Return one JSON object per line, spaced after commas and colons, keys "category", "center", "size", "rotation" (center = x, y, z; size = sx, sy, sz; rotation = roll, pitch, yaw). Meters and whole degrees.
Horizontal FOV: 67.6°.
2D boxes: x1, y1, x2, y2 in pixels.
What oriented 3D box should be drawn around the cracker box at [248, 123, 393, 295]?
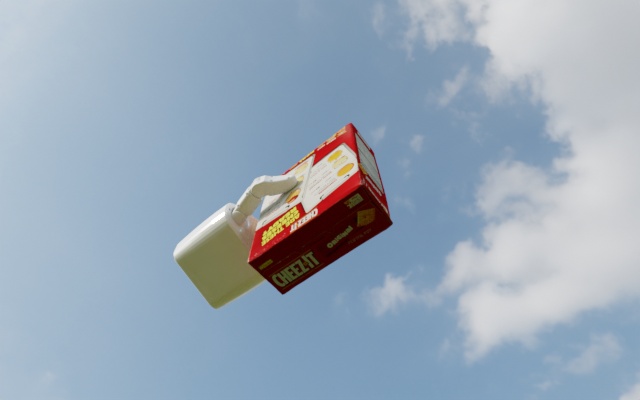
{"category": "cracker box", "center": [0.000, 0.002, 0.625], "size": [0.164, 0.072, 0.213], "rotation": [-35, 22, 16]}
